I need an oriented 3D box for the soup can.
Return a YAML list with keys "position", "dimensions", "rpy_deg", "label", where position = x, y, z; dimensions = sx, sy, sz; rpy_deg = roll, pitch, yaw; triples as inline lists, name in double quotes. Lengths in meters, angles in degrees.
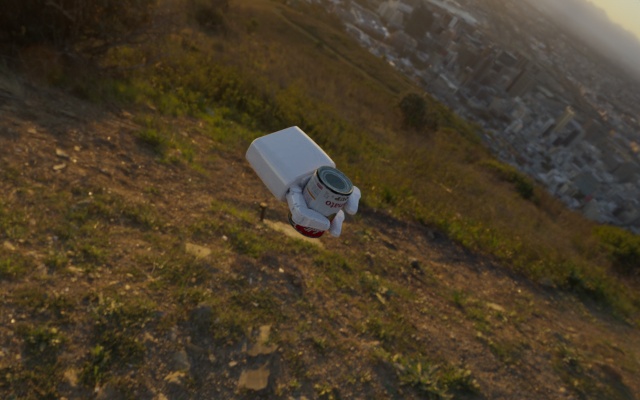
- position: [0.000, 0.003, 0.770]
  dimensions: [0.068, 0.102, 0.068]
  rpy_deg: [23, 34, -17]
  label: "soup can"
